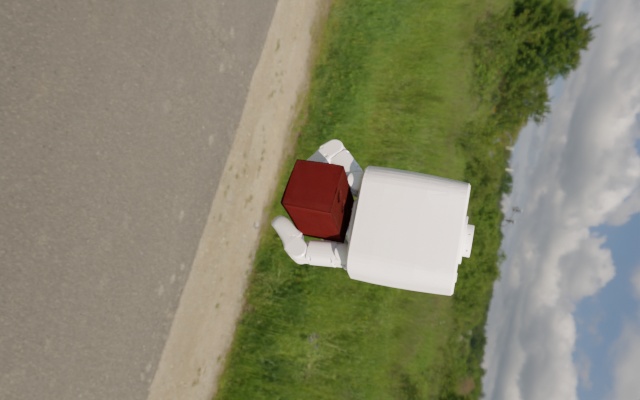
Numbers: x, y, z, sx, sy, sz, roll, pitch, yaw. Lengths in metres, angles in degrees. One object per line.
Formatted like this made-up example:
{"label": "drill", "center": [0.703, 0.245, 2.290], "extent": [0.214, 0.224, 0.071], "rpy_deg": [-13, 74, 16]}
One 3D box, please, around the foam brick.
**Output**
{"label": "foam brick", "center": [0.000, 0.002, 0.487], "extent": [0.051, 0.053, 0.078], "rpy_deg": [10, -24, 18]}
